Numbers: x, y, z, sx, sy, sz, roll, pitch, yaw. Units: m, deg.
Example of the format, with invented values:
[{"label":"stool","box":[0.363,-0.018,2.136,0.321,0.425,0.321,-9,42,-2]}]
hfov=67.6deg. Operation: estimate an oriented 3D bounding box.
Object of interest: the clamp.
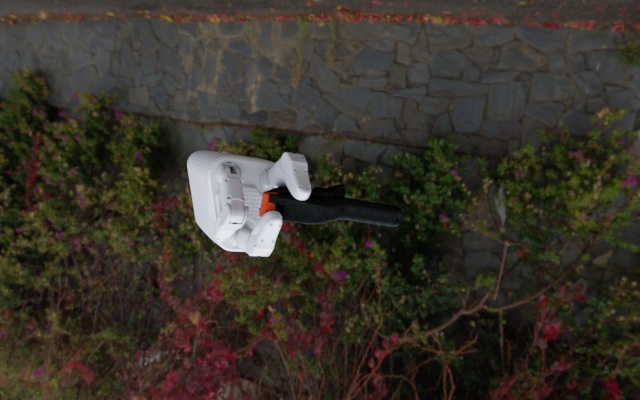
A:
[{"label":"clamp","box":[0.000,0.002,0.566,0.171,0.039,0.120,6,8,-31]}]
